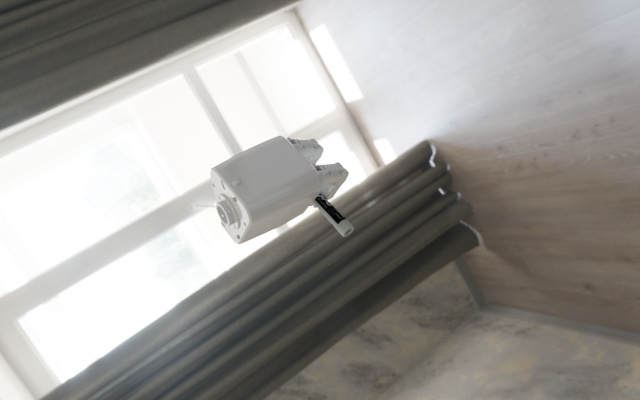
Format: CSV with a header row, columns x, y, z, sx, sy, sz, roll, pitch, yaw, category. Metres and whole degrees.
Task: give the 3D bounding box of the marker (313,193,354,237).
x,y,z,sx,sy,sz,roll,pitch,yaw,category
0.000,0.002,0.658,0.121,0.020,0.020,47,24,25,marker
